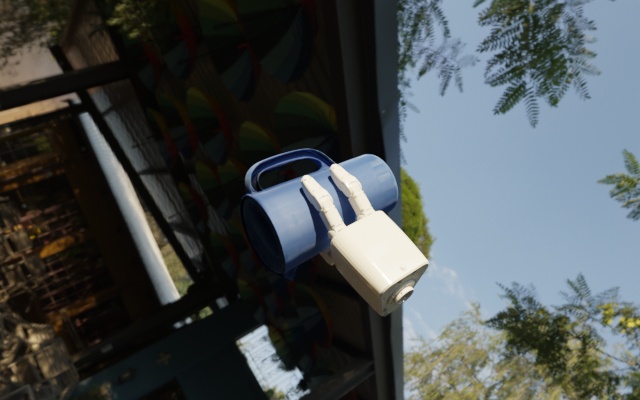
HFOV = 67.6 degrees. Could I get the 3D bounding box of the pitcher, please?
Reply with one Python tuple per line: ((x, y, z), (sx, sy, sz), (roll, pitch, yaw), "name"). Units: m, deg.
((0.000, 0.003, 0.766), (0.243, 0.149, 0.145), (-25, 54, -27), "pitcher")
